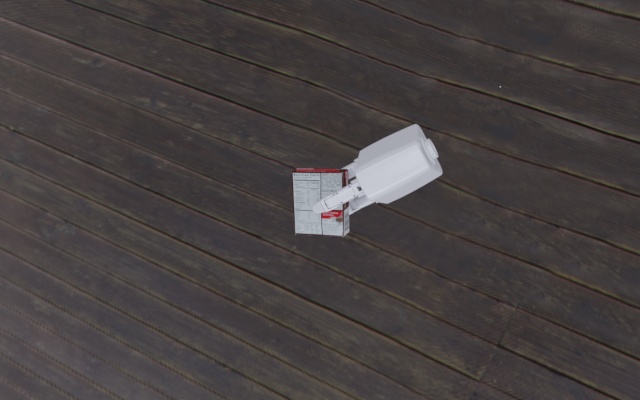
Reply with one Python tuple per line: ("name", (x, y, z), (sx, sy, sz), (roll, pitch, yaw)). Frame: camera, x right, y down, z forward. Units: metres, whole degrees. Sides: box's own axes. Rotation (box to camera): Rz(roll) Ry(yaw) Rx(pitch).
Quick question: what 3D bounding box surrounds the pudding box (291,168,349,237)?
("pudding box", (0.000, 0.003, 0.800), (0.090, 0.113, 0.039), (2, 12, 17))
